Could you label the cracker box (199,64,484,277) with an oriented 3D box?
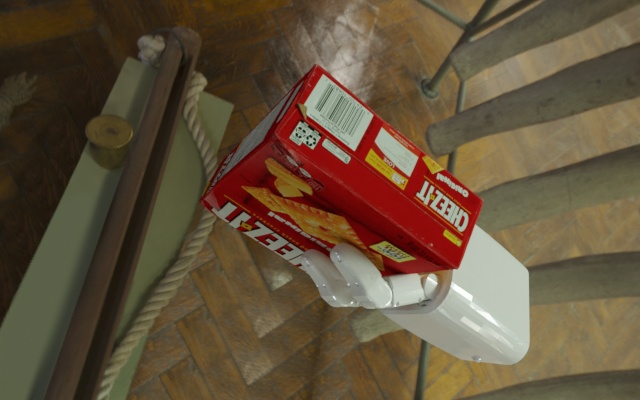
[{"bbox_3d":[0.000,0.001,0.414,0.164,0.072,0.214,36,-25,-16],"label":"cracker box"}]
